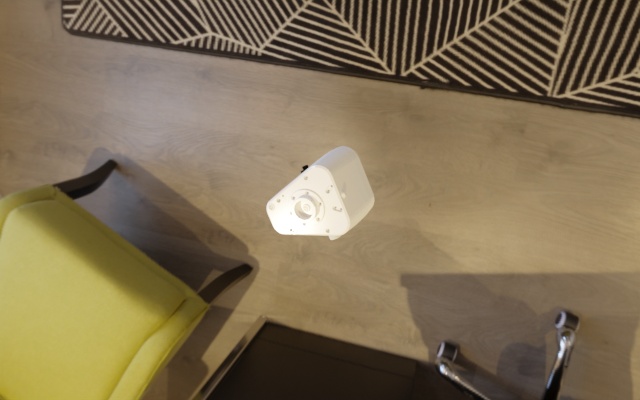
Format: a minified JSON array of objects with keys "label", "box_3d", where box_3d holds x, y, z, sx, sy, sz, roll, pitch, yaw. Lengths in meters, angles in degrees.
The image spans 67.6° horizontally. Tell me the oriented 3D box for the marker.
[{"label":"marker","box_3d":[0.000,0.002,0.729,0.020,0.121,0.020,-23,8,3]}]
